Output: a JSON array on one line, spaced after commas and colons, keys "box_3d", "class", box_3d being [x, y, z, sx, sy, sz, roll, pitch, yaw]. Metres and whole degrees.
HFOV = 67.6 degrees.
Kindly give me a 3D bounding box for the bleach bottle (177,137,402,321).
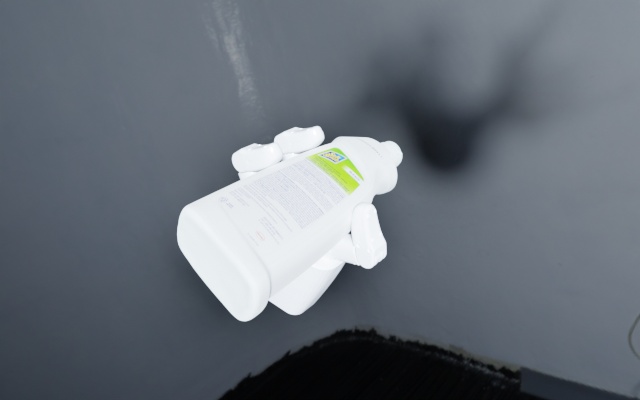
[{"box_3d": [0.000, 0.001, 0.446, 0.250, 0.102, 0.068, -30, -23, -39], "class": "bleach bottle"}]
